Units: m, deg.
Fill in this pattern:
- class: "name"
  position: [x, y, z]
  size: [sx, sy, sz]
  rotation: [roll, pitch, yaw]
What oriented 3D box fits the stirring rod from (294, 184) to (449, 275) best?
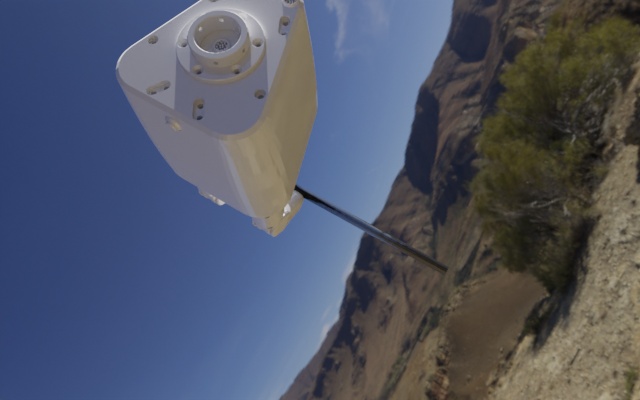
- class: "stirring rod"
  position: [0.000, 0.001, 0.416]
  size: [0.239, 0.011, 0.011]
  rotation: [29, 7, 13]
